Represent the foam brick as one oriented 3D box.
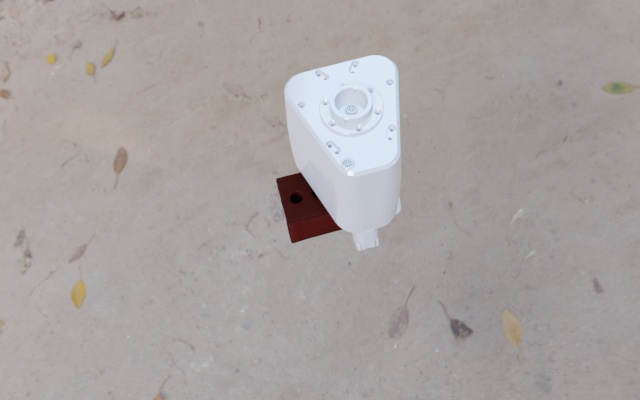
[{"bbox_3d":[0.000,0.002,0.476,0.078,0.053,0.051,-15,-25,-2],"label":"foam brick"}]
